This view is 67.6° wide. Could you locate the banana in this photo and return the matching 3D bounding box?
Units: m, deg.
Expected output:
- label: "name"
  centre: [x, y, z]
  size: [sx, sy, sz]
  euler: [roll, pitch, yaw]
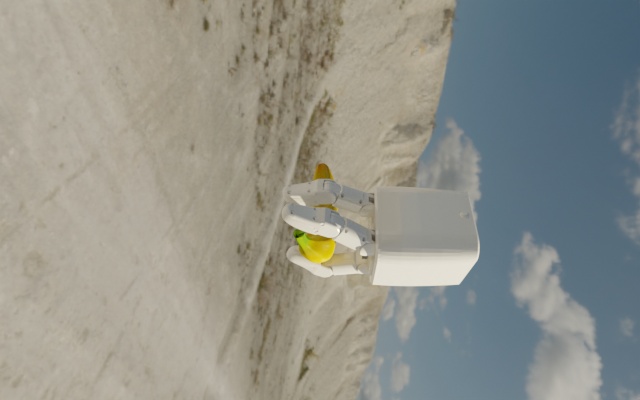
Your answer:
- label: "banana"
  centre: [0.001, 0.020, 0.577]
  size: [0.037, 0.070, 0.197]
  euler: [-2, 25, 7]
